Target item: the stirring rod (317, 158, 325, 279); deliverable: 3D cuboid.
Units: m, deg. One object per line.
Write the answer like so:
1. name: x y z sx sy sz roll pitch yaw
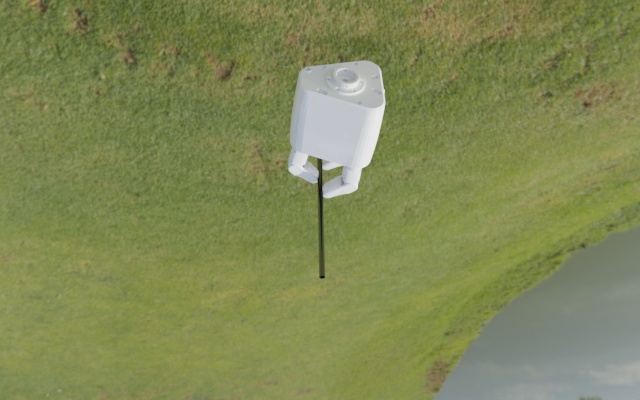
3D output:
1. stirring rod: 0.000 0.002 0.691 0.011 0.239 0.011 -1 -36 -1
